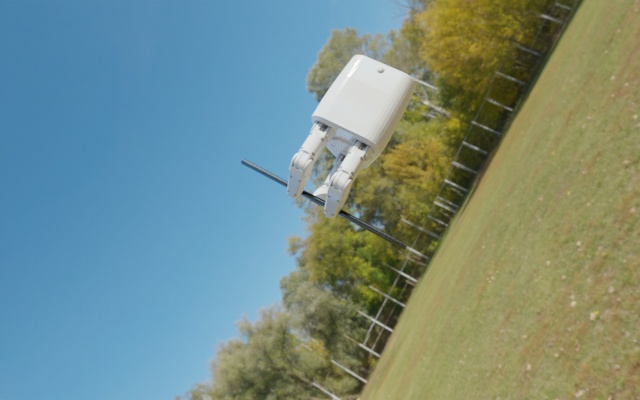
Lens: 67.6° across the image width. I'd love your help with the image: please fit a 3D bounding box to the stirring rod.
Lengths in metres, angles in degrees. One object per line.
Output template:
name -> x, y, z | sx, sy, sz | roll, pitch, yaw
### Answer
stirring rod -> 0.000, 0.002, 0.604 | 0.239, 0.011, 0.011 | 28, 7, 14
